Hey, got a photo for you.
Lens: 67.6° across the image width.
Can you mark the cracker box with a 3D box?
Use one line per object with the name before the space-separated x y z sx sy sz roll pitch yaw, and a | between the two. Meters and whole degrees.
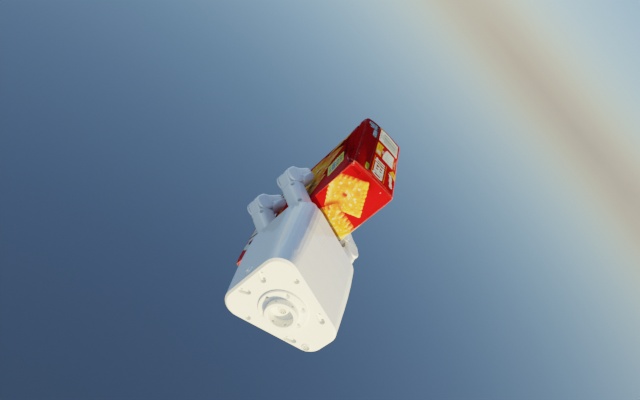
cracker box | 0.000 0.002 0.626 0.214 0.072 0.164 -40 13 27
